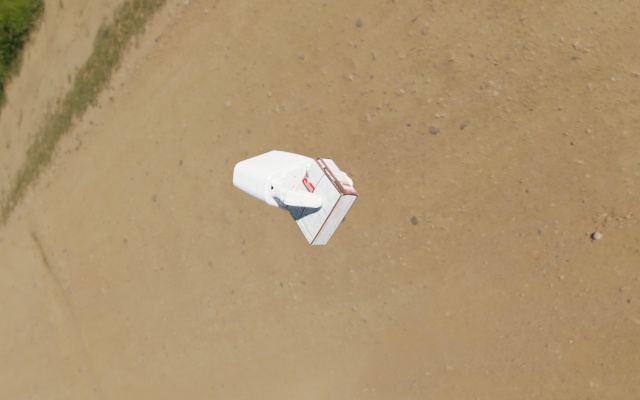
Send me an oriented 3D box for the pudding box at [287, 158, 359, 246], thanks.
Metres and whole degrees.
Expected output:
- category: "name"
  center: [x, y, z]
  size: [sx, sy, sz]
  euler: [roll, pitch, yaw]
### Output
- category: "pudding box"
  center: [0.000, 0.002, 0.755]
  size: [0.039, 0.113, 0.090]
  euler: [-2, 44, -40]
